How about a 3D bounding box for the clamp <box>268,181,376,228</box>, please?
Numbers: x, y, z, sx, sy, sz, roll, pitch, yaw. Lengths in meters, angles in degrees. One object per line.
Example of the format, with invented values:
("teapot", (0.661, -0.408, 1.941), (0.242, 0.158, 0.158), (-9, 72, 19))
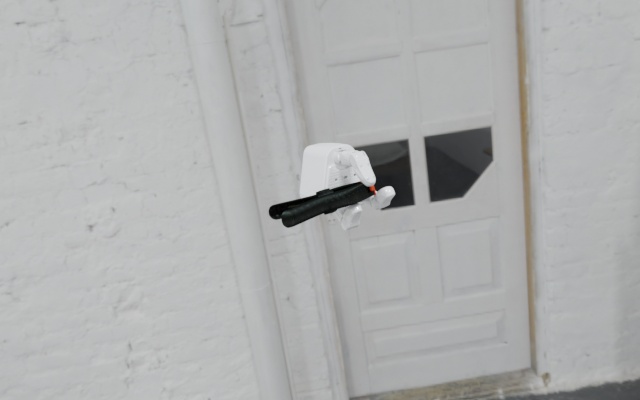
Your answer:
("clamp", (0.000, 0.002, 0.745), (0.171, 0.039, 0.120), (-16, 14, -23))
